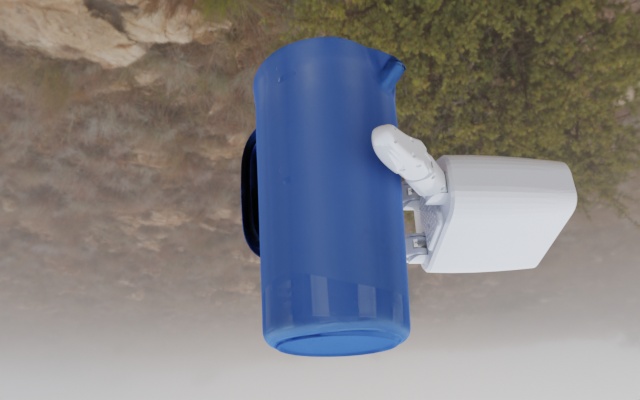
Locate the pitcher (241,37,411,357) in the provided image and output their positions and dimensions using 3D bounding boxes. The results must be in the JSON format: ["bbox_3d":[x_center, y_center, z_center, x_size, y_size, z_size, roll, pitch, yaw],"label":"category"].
[{"bbox_3d":[0.000,0.001,0.404,0.145,0.242,0.149,1,-27,-6],"label":"pitcher"}]
